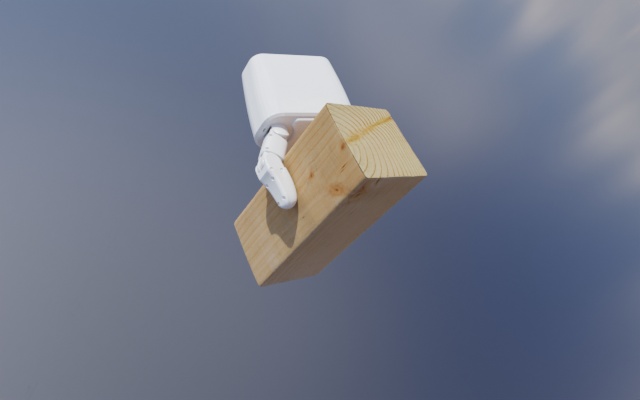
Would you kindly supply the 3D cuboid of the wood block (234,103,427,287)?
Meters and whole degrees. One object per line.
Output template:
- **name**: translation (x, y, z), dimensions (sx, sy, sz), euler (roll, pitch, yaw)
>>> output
- **wood block**: translation (0.000, 0.001, 0.516), dimensions (0.091, 0.090, 0.206), euler (-4, -33, -41)
